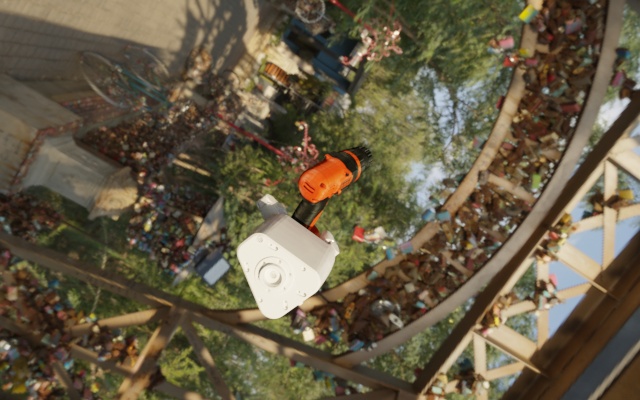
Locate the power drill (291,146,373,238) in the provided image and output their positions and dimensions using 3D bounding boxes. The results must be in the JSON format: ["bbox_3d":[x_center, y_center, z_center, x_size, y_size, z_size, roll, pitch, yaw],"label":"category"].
[{"bbox_3d":[0.000,0.003,0.753,0.057,0.188,0.184,39,33,15],"label":"power drill"}]
